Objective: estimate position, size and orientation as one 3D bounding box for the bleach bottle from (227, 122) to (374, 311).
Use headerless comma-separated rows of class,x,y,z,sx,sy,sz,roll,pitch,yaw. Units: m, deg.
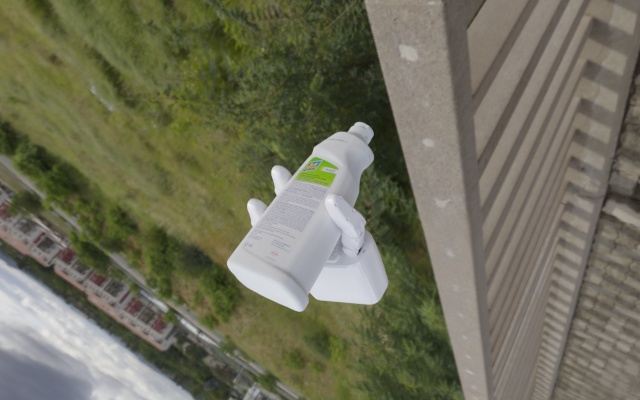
bleach bottle,0.000,0.002,0.575,0.102,0.250,0.068,16,-31,34
